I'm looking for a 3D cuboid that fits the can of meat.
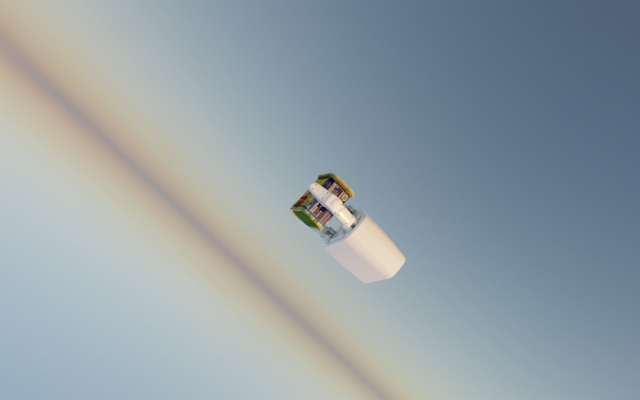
[{"bbox_3d":[0.000,0.003,0.834,0.057,0.084,0.102,45,-12,-12],"label":"can of meat"}]
